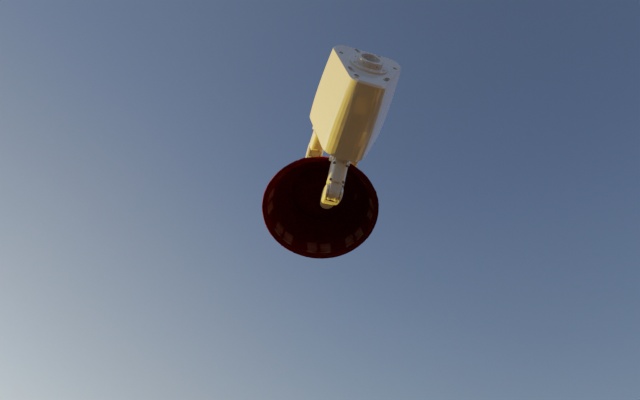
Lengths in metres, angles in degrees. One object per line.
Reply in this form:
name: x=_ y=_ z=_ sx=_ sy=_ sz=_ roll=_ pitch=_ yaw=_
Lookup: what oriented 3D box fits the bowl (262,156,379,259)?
bowl: x=-0.001 y=0.003 z=0.682 sx=0.162 sy=0.162 sz=0.055 roll=0 pitch=28 yaw=1
